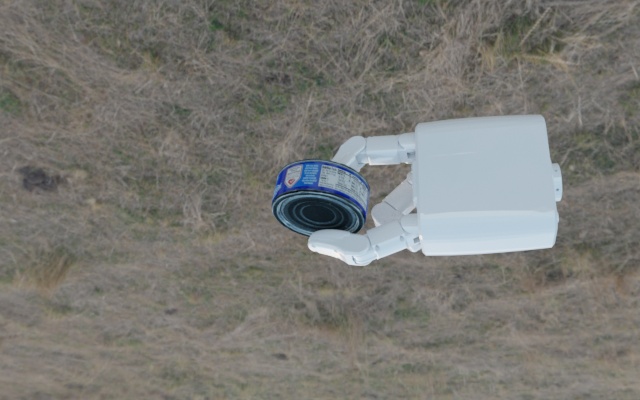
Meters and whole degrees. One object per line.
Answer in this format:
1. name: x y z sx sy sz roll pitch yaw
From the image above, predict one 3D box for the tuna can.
1. tuna can: 0.000 0.002 0.426 0.086 0.033 0.086 8 -31 5
